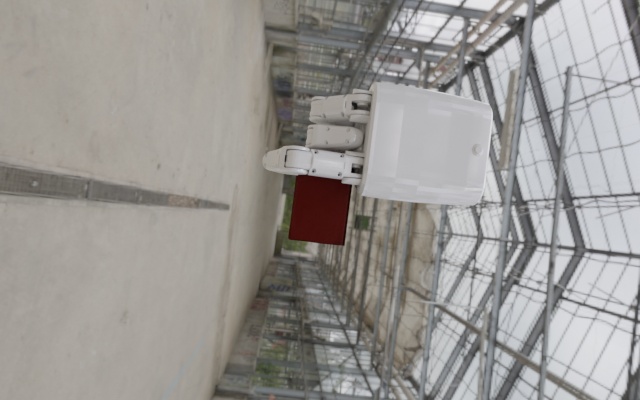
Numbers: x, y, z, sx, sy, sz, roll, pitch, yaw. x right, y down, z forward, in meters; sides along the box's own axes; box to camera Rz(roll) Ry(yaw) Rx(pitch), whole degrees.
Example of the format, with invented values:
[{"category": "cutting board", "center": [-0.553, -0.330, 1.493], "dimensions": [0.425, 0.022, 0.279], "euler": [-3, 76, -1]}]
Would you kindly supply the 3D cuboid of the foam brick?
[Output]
[{"category": "foam brick", "center": [0.000, 0.002, 0.445], "dimensions": [0.051, 0.078, 0.053], "euler": [7, -2, -4]}]
